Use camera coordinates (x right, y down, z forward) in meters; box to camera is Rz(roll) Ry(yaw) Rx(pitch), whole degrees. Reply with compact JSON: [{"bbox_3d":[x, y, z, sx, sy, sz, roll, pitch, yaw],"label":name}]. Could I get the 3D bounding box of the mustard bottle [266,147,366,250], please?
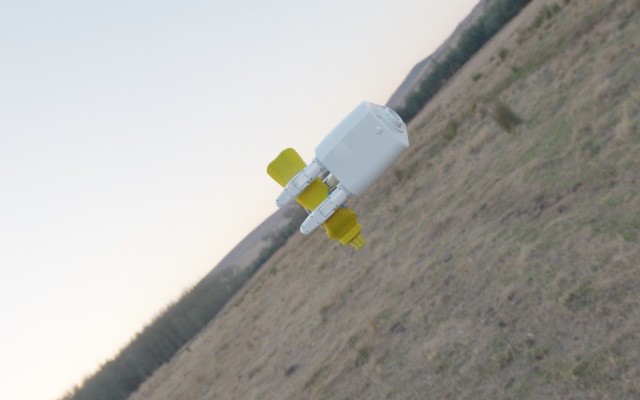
[{"bbox_3d":[0.000,0.003,0.753,0.058,0.191,0.096,-44,-1,1],"label":"mustard bottle"}]
